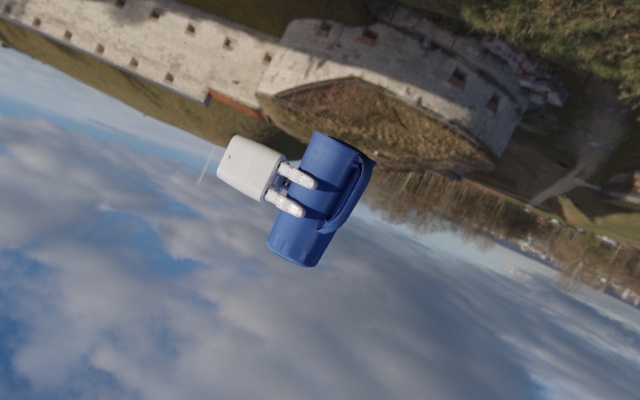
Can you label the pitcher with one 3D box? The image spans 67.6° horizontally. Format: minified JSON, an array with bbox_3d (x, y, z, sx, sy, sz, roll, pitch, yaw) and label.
[{"bbox_3d":[0.000,0.003,0.899,0.145,0.243,0.149,28,5,11],"label":"pitcher"}]
